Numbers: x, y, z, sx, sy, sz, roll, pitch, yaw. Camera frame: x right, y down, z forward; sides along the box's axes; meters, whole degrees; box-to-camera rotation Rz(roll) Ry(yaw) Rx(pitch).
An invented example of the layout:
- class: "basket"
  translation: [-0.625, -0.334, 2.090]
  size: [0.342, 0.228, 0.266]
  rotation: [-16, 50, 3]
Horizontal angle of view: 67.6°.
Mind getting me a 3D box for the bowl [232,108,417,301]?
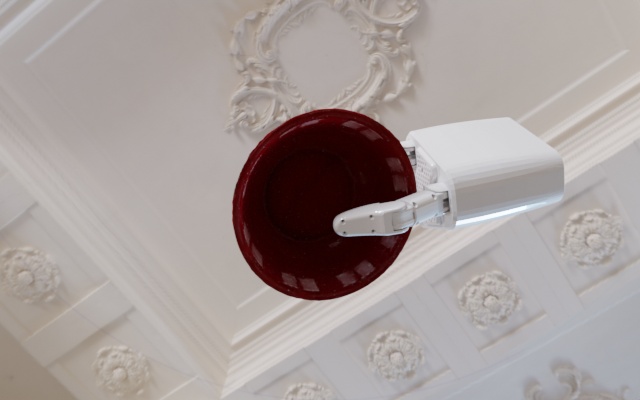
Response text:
- class: "bowl"
  translation: [-0.001, 0.001, 0.413]
  size: [0.162, 0.162, 0.055]
  rotation: [0, 13, -21]
